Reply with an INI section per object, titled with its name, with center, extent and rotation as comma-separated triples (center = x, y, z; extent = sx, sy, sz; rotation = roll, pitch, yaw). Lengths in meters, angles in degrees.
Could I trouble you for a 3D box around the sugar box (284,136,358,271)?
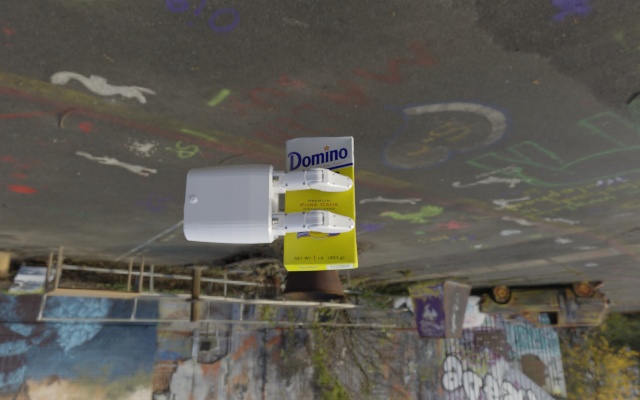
[sugar box]
center = 0.000, 0.002, 0.631
extent = 0.093, 0.176, 0.048
rotation = -2, -17, 3
